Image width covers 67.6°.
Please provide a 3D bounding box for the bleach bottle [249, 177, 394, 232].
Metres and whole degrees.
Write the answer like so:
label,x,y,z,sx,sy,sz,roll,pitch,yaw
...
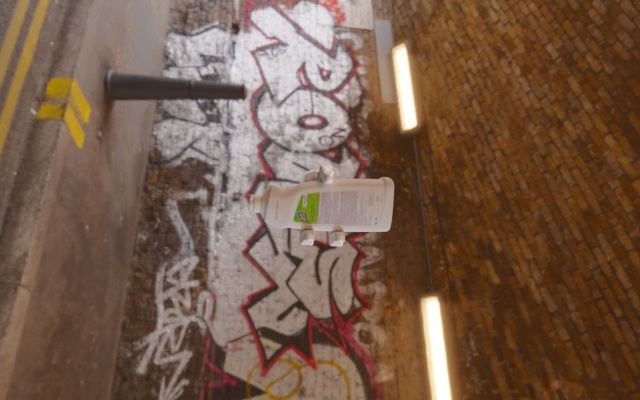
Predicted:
label,x,y,z,sx,sy,sz,roll,pitch,yaw
bleach bottle,0.000,0.003,0.852,0.251,0.102,0.068,3,5,-9
